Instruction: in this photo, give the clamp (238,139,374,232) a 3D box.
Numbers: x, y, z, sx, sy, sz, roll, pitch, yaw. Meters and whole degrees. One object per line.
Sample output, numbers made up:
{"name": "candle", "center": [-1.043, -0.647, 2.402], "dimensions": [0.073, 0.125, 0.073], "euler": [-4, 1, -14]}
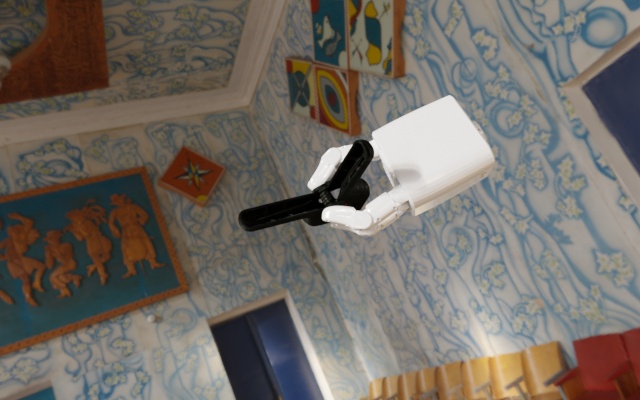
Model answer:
{"name": "clamp", "center": [0.000, 0.001, 0.584], "dimensions": [0.164, 0.036, 0.210], "euler": [-28, -16, 5]}
